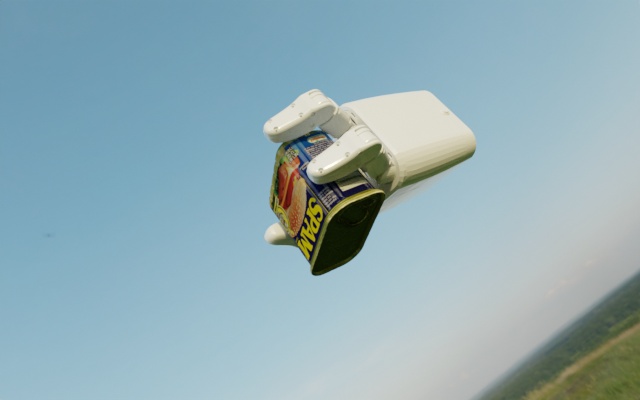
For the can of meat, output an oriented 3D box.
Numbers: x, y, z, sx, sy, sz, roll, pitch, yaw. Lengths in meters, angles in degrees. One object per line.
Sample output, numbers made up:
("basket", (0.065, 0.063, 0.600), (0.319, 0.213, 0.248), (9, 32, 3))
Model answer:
("can of meat", (0.000, 0.001, 0.417), (0.057, 0.084, 0.102), (-21, -32, -29))
